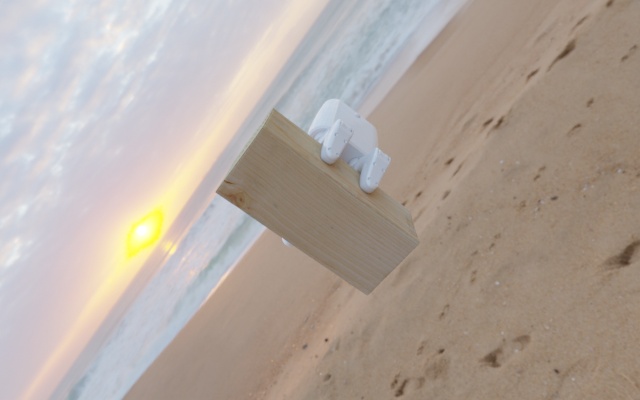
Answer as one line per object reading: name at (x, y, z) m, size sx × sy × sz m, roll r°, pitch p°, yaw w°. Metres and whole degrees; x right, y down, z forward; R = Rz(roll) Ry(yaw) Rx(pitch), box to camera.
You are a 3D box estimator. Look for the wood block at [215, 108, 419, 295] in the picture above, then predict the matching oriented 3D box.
wood block at (0.000, 0.002, 0.541) m, size 0.206 × 0.091 × 0.090 m, roll 35°, pitch 21°, yaw -13°
